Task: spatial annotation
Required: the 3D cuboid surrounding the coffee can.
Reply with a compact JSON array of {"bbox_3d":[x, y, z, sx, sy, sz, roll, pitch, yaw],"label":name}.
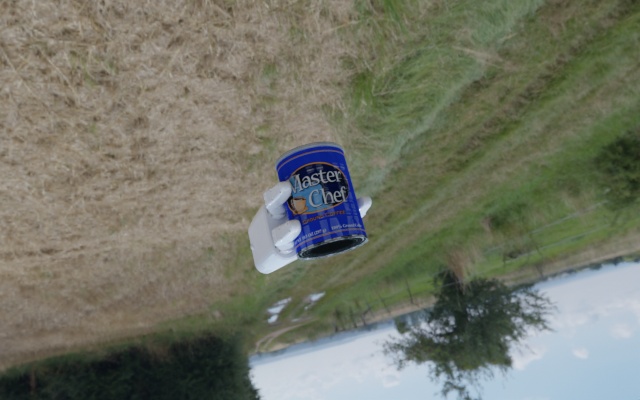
[{"bbox_3d":[0.000,0.002,0.676,0.103,0.140,0.103,-13,-17,-4],"label":"coffee can"}]
